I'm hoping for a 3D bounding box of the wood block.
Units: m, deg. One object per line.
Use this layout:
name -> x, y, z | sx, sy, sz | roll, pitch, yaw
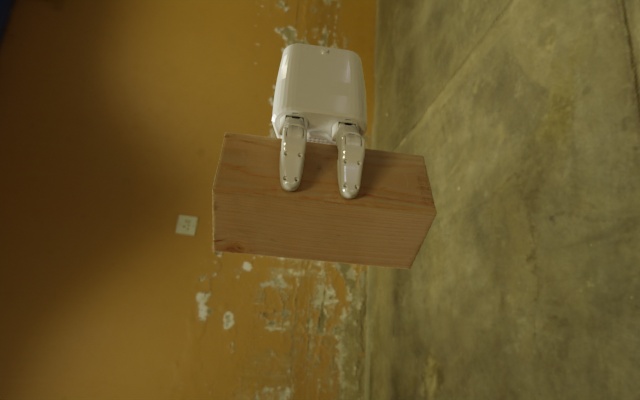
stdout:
wood block -> 0.000, 0.002, 0.492 | 0.206, 0.090, 0.091 | 6, -45, -6
